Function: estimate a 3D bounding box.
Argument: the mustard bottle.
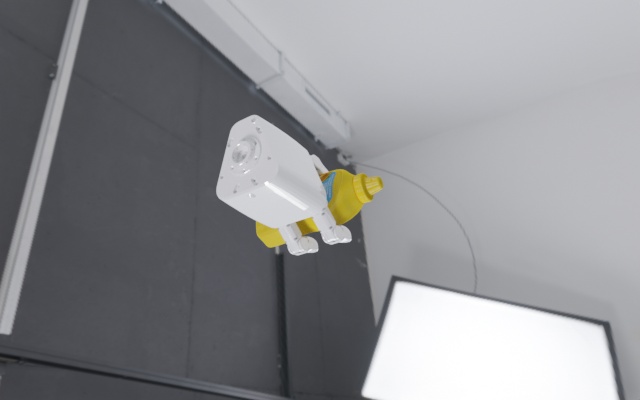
[{"bbox_3d":[0.000,0.003,0.691,0.191,0.058,0.096,-19,36,25],"label":"mustard bottle"}]
